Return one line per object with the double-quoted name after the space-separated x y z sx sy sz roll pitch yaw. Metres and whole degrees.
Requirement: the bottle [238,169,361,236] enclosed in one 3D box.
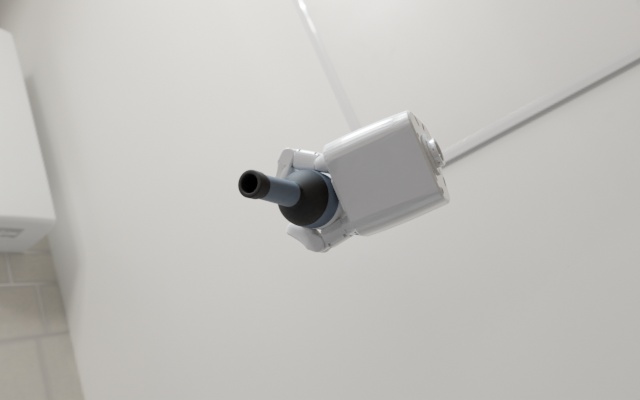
0.000 0.002 0.579 0.069 0.069 0.296 0 -7 27 "bottle"
